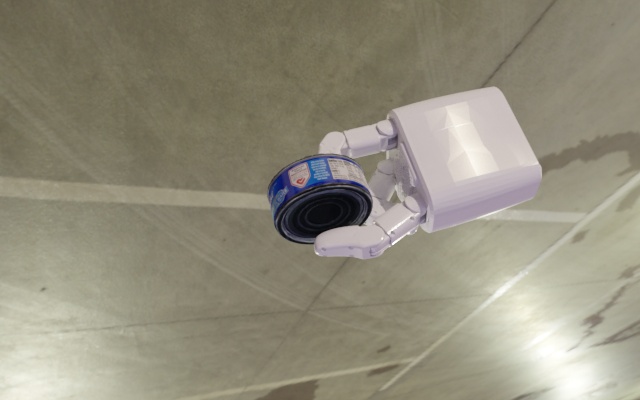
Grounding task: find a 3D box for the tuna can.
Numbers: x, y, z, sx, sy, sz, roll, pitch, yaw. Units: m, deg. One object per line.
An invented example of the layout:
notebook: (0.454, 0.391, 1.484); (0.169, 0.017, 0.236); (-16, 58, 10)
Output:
tuna can: (0.000, 0.002, 0.403); (0.086, 0.033, 0.086); (-10, -36, -8)
